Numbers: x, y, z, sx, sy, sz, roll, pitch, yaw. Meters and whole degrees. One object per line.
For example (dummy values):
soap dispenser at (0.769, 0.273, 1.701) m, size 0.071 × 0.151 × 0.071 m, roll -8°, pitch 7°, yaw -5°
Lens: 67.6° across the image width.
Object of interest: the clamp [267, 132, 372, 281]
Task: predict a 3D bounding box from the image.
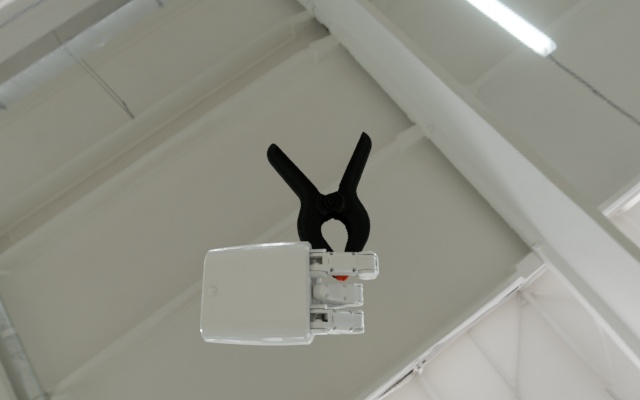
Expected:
clamp at (0.000, 0.002, 0.526) m, size 0.120 × 0.171 × 0.039 m, roll -2°, pitch -22°, yaw 3°
